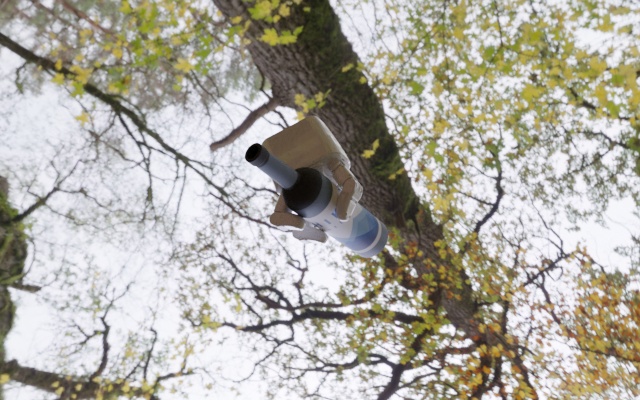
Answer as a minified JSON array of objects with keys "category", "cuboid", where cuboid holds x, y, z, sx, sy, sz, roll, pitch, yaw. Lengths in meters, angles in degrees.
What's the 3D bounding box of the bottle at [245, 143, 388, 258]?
[{"category":"bottle","cuboid":[0.000,0.002,0.688,0.069,0.069,0.296,0,-25,38]}]
